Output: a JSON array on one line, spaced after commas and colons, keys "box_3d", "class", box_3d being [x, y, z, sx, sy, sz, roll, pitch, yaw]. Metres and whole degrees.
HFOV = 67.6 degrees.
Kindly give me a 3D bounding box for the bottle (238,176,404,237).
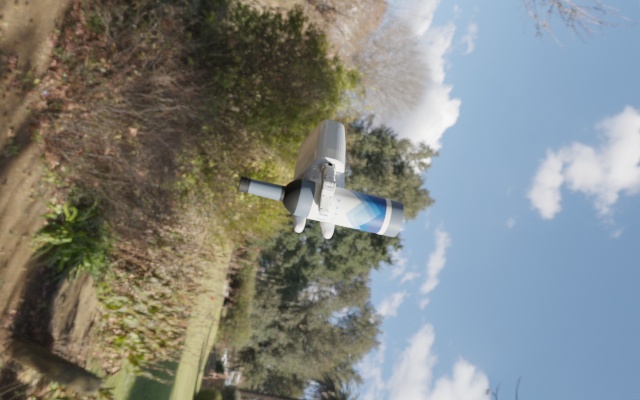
[{"box_3d": [0.000, 0.003, 0.859, 0.296, 0.069, 0.069, 13, -2, -10], "class": "bottle"}]
